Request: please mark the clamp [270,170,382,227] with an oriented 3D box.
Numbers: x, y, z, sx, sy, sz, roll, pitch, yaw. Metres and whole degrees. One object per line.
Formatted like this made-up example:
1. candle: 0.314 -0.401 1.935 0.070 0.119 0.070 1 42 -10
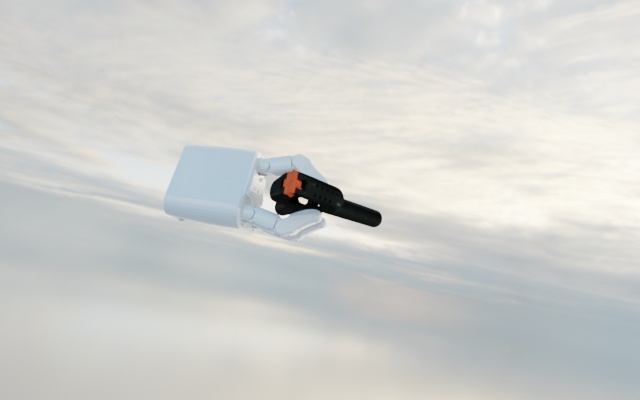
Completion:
1. clamp: 0.000 0.001 0.633 0.164 0.036 0.210 7 -11 8
